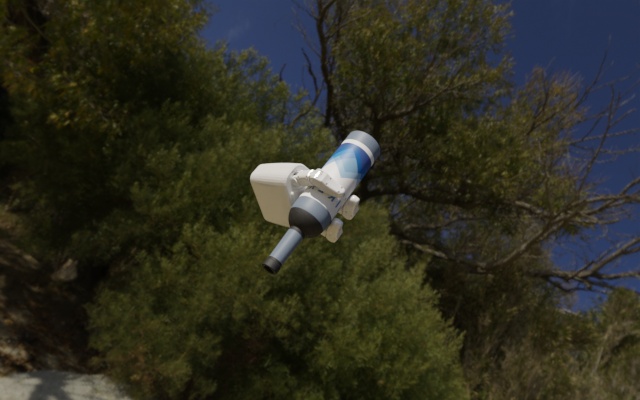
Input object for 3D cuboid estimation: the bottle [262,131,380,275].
[{"bbox_3d":[0.000,0.002,0.799,0.069,0.295,0.069,28,-28,17],"label":"bottle"}]
